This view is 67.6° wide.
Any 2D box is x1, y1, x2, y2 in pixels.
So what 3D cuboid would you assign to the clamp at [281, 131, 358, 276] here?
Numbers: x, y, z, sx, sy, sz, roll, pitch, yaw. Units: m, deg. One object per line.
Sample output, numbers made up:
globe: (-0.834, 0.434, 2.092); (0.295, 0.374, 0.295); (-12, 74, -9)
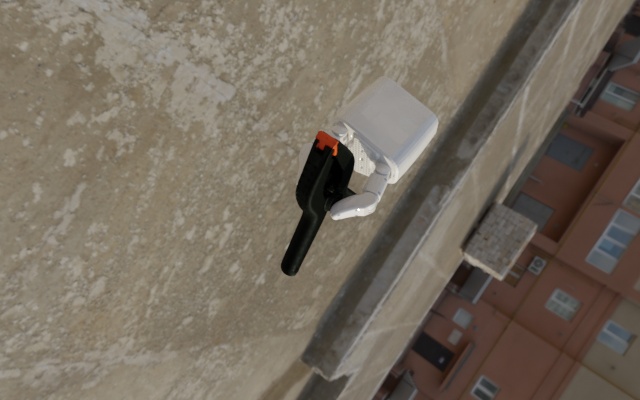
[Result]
clamp: (0.001, 0.002, 0.604); (0.036, 0.164, 0.210); (34, -24, 23)
